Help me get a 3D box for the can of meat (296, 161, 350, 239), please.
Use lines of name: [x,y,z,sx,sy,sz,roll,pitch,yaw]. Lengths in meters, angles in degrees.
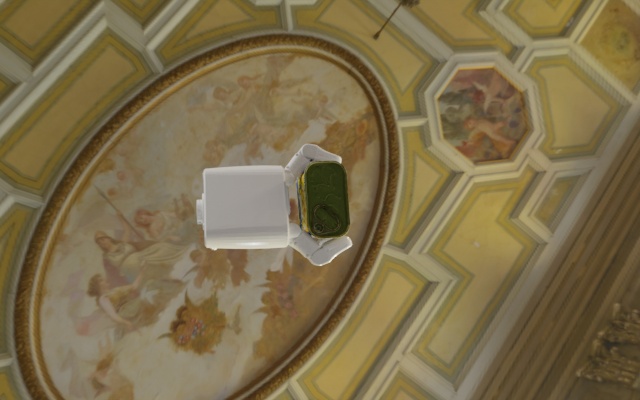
can of meat: [0.000,0.002,0.660,0.057,0.102,0.084,-3,-4,-13]
